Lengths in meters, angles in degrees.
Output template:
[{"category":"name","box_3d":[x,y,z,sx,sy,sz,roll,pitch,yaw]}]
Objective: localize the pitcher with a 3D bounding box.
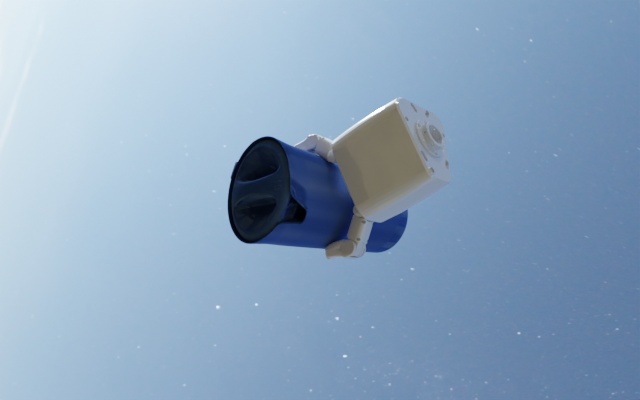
[{"category":"pitcher","box_3d":[0.000,0.002,0.661,0.243,0.149,0.145,14,-35,-41]}]
